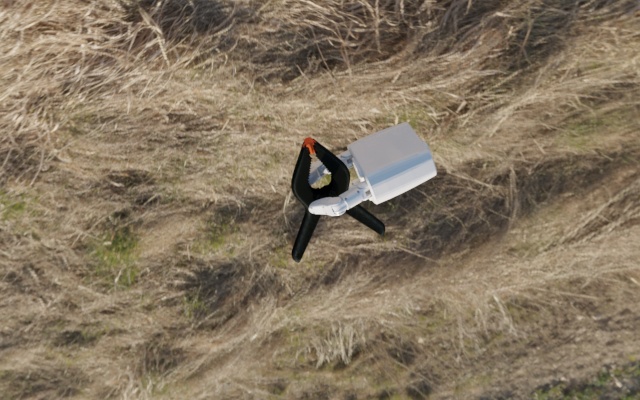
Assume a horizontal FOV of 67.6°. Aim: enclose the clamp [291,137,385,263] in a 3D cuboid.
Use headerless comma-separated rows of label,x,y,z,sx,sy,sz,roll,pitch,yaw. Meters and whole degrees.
clamp,0.000,0.002,0.766,0.164,0.210,0.036,-24,28,0
